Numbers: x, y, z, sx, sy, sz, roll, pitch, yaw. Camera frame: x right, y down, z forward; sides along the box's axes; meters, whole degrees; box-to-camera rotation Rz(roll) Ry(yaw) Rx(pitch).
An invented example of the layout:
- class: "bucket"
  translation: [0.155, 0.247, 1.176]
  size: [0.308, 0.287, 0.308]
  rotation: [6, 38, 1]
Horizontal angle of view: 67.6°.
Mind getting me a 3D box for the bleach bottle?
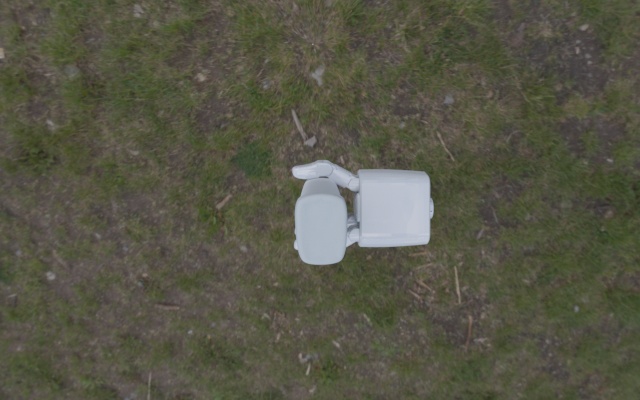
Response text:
- class: "bleach bottle"
  translation: [0.000, 0.003, 0.730]
  size: [0.068, 0.102, 0.250]
  rotation: [-1, 18, 0]
